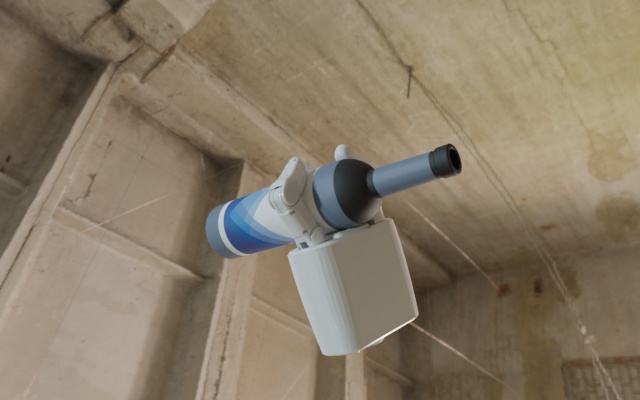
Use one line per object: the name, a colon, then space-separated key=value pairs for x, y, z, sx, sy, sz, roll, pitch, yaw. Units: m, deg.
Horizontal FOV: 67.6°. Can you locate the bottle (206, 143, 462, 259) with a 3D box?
bottle: x=0.000 y=0.002 z=0.484 sx=0.296 sy=0.069 sz=0.069 roll=-18 pitch=-11 yaw=37
